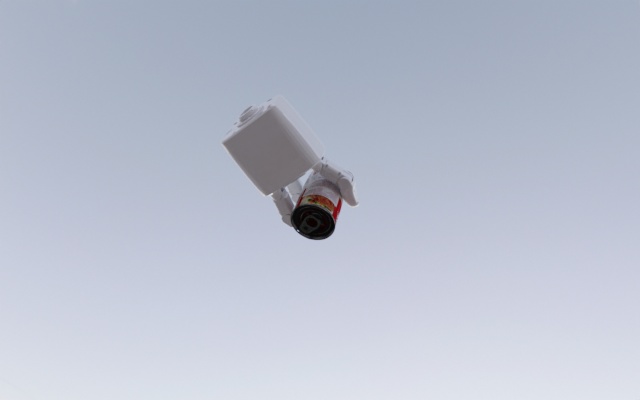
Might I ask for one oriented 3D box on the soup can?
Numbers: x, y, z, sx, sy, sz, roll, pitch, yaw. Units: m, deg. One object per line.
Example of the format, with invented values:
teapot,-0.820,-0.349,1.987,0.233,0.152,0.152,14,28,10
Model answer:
soup can,0.001,0.003,0.732,0.068,0.068,0.102,0,37,17
